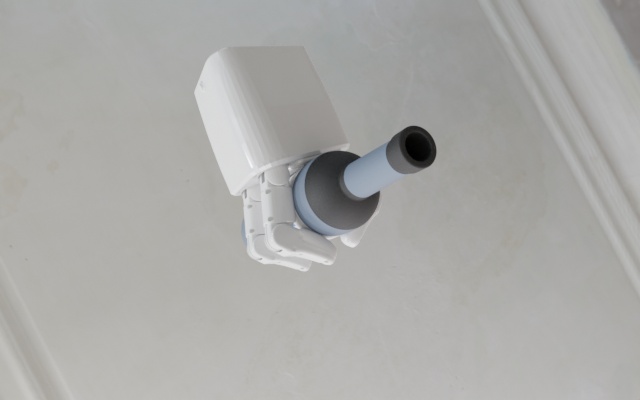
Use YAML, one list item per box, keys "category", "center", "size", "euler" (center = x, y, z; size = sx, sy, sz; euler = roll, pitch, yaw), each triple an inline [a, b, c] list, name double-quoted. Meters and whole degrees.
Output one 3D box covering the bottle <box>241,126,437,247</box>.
- category: "bottle"
  center: [0.000, 0.001, 0.417]
  size: [0.069, 0.069, 0.296]
  euler: [0, -13, -24]
